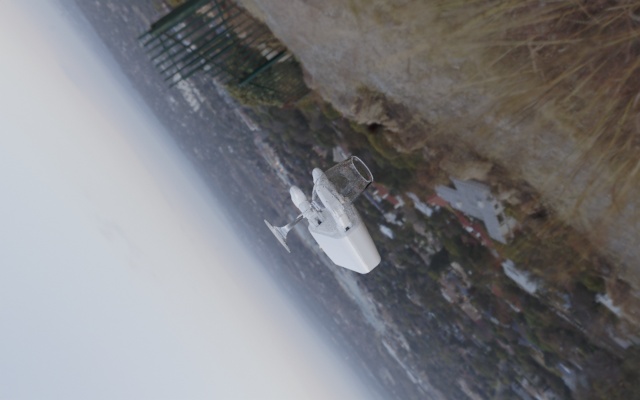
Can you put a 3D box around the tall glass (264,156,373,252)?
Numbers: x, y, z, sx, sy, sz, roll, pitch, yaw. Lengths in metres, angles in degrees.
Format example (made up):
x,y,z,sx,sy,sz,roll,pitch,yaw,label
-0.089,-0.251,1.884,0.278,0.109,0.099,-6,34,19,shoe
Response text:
x,y,z,sx,sy,sz,roll,pitch,yaw,label
0.000,0.003,0.863,0.201,0.079,0.079,-39,7,-9,tall glass
